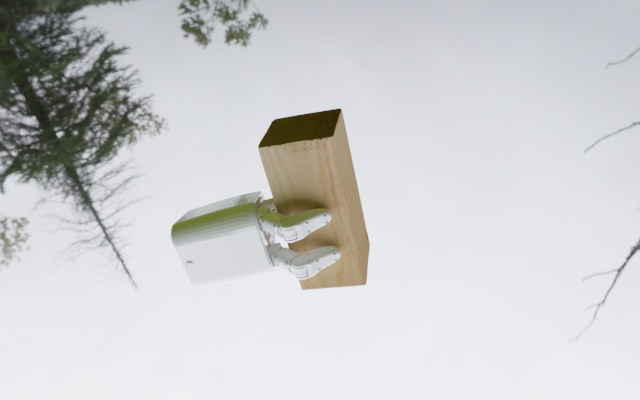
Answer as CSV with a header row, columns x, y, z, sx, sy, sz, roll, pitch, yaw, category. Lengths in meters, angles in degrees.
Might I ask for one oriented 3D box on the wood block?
x,y,z,sx,sy,sz,roll,pitch,yaw,category
0.000,0.002,0.601,0.090,0.206,0.090,-7,30,12,wood block
